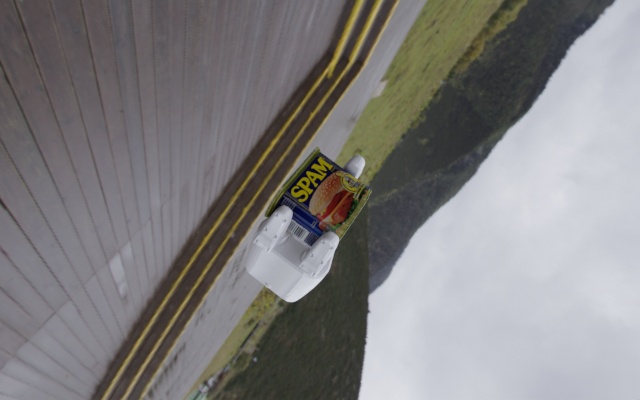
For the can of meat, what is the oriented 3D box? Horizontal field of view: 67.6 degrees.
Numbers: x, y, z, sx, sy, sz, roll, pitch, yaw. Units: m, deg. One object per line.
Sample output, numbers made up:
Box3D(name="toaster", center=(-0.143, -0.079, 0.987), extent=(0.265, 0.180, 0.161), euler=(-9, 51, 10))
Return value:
Box3D(name="can of meat", center=(0.000, 0.002, 0.544), extent=(0.084, 0.102, 0.057), euler=(36, -37, 2))
